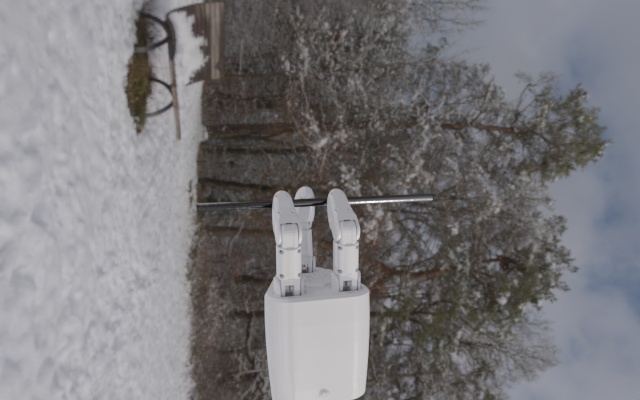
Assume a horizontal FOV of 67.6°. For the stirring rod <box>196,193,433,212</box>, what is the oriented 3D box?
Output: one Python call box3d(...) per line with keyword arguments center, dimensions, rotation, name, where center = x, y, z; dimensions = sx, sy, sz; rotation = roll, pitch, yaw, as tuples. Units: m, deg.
box3d(center=(0.000, 0.002, 0.477), dimensions=(0.239, 0.011, 0.011), rotation=(-2, 0, -14), name="stirring rod")
